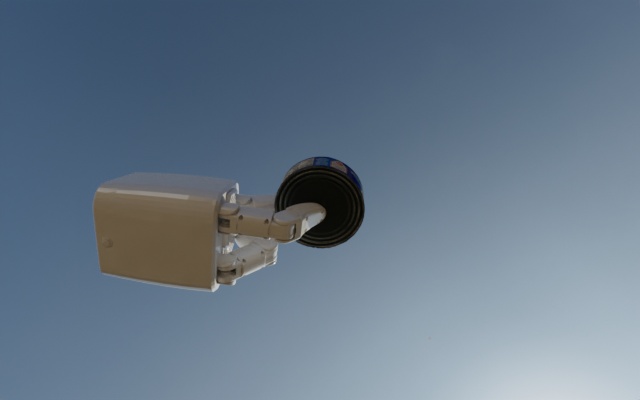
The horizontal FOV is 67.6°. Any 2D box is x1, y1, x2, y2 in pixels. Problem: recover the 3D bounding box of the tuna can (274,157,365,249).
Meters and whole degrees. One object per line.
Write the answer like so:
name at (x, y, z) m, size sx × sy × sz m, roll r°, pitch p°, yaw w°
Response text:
tuna can at (0.000, 0.001, 0.465) m, size 0.086 × 0.086 × 0.033 m, roll 0°, pitch 24°, yaw 5°
